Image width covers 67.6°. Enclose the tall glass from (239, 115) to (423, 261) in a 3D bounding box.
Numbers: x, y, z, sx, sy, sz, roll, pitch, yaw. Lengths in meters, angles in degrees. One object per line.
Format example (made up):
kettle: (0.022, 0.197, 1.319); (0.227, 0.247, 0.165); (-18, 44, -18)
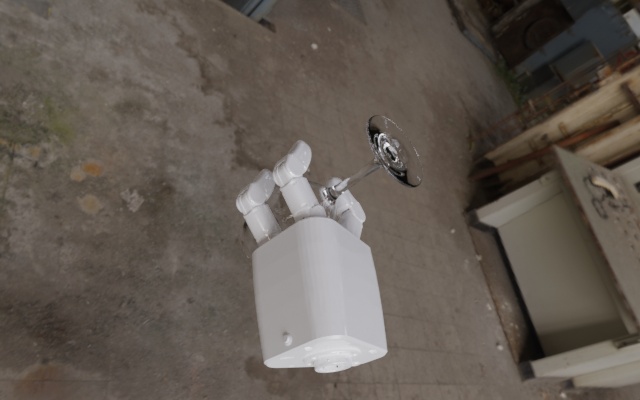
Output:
tall glass: (0.001, 0.001, 0.480); (0.201, 0.079, 0.079); (-34, -21, 35)
